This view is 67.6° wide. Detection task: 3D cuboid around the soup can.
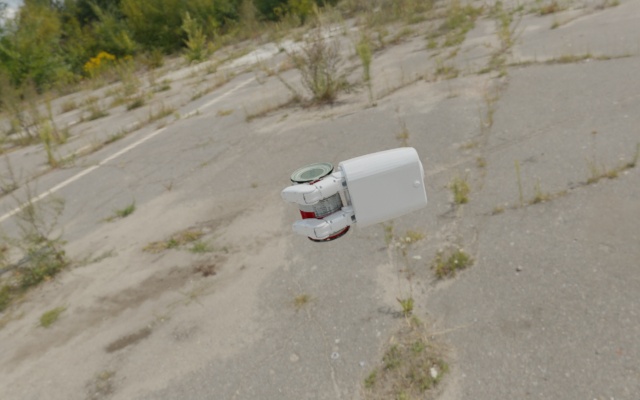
[{"bbox_3d":[0.000,0.002,0.715,0.068,0.102,0.068,-13,24,6],"label":"soup can"}]
